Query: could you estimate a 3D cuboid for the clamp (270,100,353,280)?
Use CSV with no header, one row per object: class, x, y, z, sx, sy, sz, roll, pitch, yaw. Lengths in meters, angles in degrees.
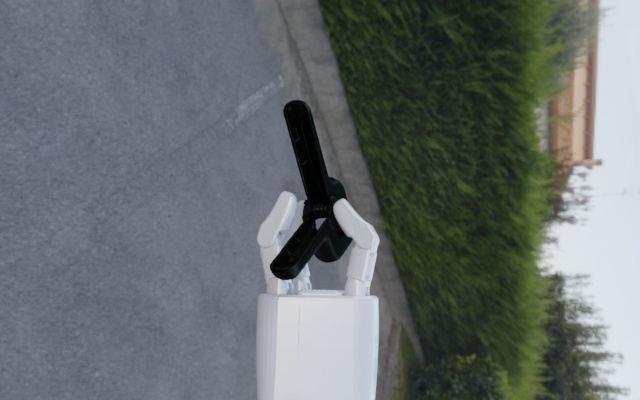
clamp,0.001,0.002,0.500,0.036,0.164,0.210,-1,-10,18
